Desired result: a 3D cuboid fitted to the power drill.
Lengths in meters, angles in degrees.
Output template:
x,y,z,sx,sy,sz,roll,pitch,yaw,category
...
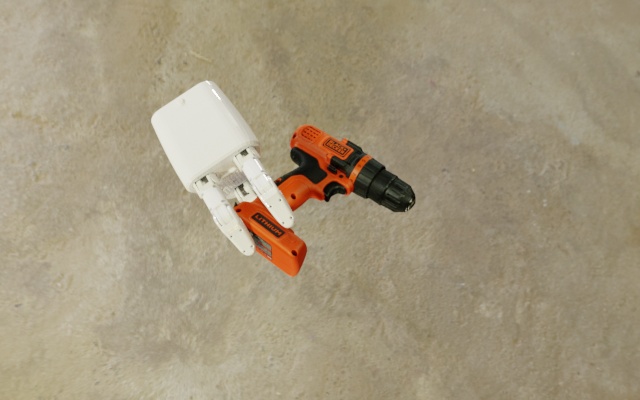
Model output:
x,y,z,sx,sy,sz,roll,pitch,yaw,category
0.000,0.002,0.586,0.184,0.187,0.057,32,-33,20,power drill
